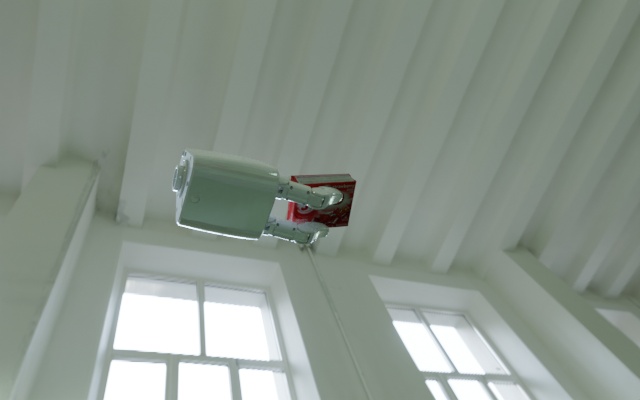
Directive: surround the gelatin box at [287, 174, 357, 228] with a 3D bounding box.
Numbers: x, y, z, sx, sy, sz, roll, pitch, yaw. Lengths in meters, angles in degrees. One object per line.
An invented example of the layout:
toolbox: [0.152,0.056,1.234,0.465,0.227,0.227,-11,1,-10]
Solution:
gelatin box: [0.000,0.002,0.662,0.089,0.073,0.030,-4,30,-22]
